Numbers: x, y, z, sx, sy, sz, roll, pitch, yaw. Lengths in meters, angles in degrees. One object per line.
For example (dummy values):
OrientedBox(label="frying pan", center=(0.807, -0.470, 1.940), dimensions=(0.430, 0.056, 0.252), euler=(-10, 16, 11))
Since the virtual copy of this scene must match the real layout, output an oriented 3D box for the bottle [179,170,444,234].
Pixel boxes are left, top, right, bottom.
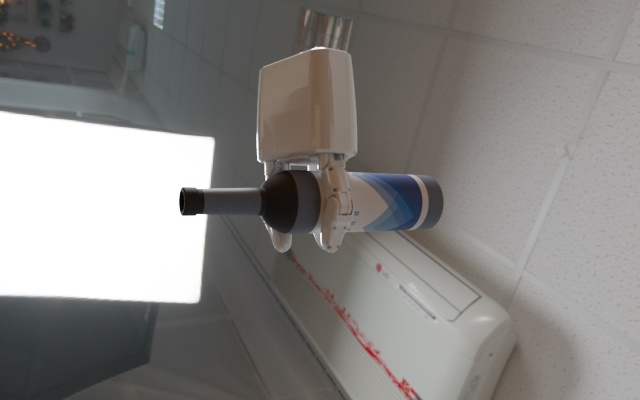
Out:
OrientedBox(label="bottle", center=(0.000, 0.002, 0.512), dimensions=(0.296, 0.069, 0.069), euler=(0, 0, -30))
